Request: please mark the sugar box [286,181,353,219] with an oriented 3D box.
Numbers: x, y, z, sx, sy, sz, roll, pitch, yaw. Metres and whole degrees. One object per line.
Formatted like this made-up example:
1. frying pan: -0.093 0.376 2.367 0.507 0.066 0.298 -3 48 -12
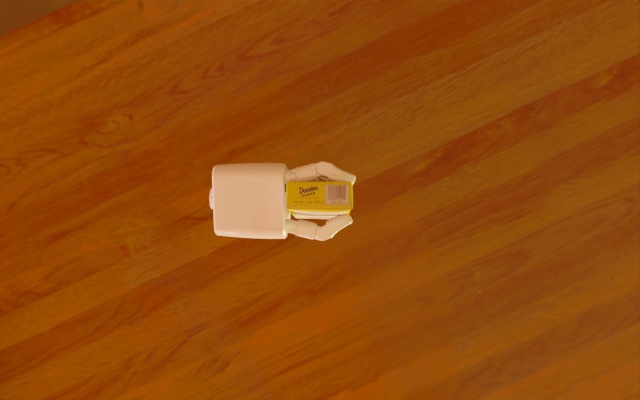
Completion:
1. sugar box: 0.000 0.002 0.739 0.093 0.048 0.176 1 -4 1
